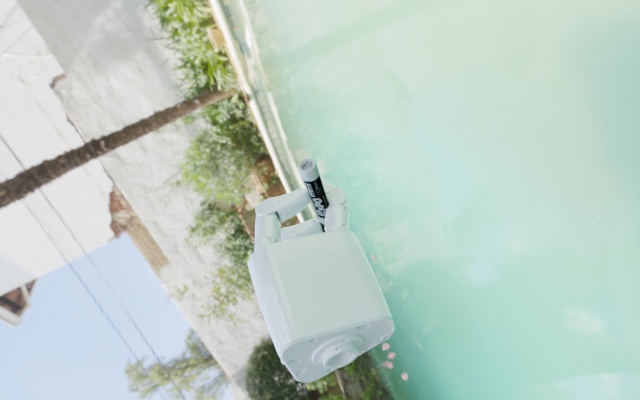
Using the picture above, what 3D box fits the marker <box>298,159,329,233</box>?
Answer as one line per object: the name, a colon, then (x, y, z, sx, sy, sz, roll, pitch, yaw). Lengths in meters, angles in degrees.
marker: (0.000, 0.002, 0.523, 0.020, 0.020, 0.121, 0, -38, 16)
